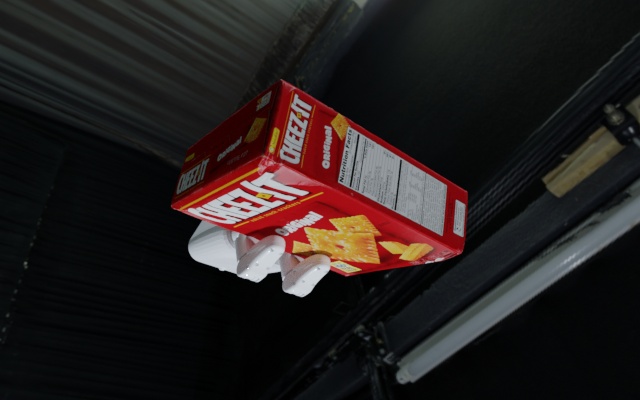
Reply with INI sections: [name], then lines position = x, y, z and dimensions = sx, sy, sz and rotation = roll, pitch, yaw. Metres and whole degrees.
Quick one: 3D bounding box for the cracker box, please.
[cracker box]
position = 0.000, 0.001, 0.433
dimensions = 0.214, 0.072, 0.164
rotation = 25, -28, -31
